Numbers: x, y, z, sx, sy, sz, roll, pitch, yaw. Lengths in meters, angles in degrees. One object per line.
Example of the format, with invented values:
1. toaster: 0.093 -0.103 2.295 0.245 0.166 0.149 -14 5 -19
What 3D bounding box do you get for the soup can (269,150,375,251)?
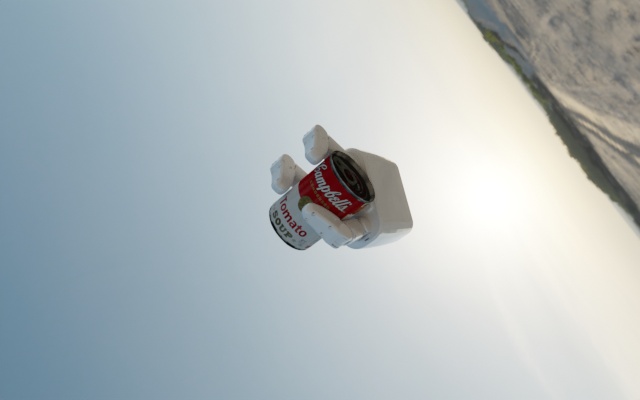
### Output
1. soup can: 0.000 0.002 0.530 0.102 0.068 0.068 -39 -19 26
